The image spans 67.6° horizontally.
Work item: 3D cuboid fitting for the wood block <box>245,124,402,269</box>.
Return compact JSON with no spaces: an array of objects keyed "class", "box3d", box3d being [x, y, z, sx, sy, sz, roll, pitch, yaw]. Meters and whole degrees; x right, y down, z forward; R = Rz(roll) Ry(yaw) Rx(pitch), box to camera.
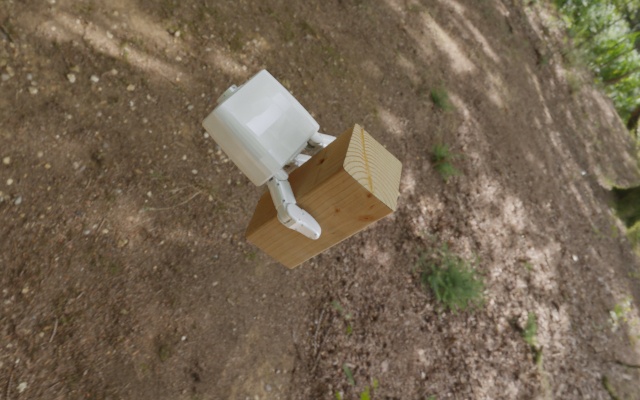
[{"class":"wood block","box3d":[0.000,0.002,0.646,0.090,0.090,0.206,38,-47,-21]}]
